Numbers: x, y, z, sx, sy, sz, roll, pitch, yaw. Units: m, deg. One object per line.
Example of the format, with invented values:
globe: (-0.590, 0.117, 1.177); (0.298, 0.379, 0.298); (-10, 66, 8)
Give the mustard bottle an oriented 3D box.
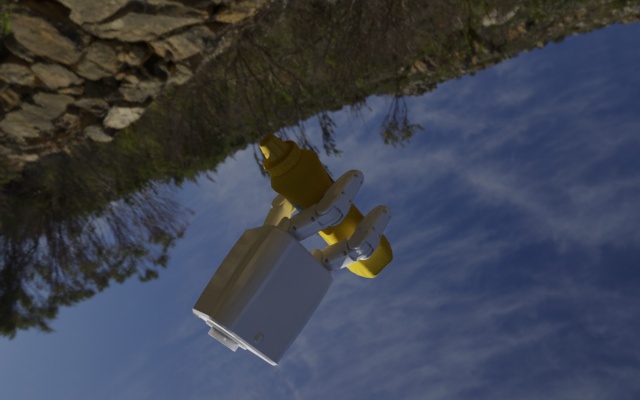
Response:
mustard bottle: (0.000, 0.002, 0.520); (0.192, 0.058, 0.096); (48, -1, -31)
